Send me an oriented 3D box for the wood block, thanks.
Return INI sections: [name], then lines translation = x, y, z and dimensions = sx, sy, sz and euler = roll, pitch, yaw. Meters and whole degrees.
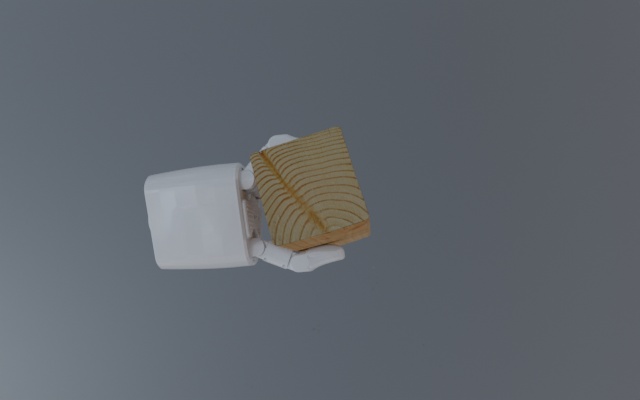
[wood block]
translation = 0.000, 0.002, 0.524
dimensions = 0.090, 0.091, 0.206
euler = -17, -9, 4
